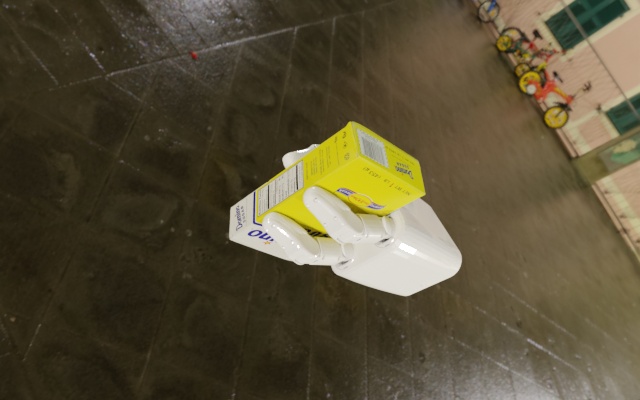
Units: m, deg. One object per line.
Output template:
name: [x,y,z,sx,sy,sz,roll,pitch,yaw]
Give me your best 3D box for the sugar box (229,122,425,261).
sugar box: [0.000,0.002,0.458,0.093,0.048,0.176,25,-45,-36]
